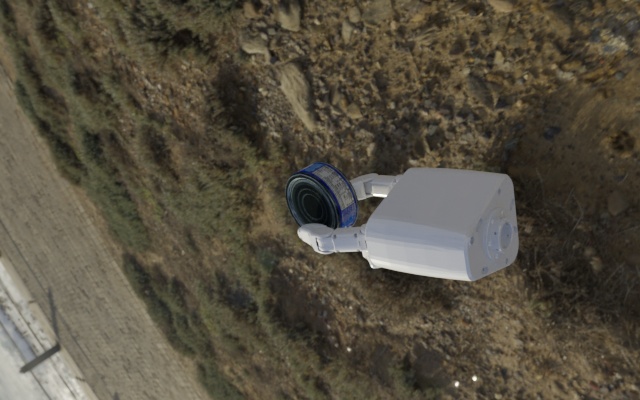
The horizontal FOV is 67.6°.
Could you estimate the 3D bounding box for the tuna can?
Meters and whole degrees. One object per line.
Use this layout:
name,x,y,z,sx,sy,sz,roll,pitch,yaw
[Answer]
tuna can,0.000,0.002,0.535,0.033,0.086,0.086,-32,20,-36
